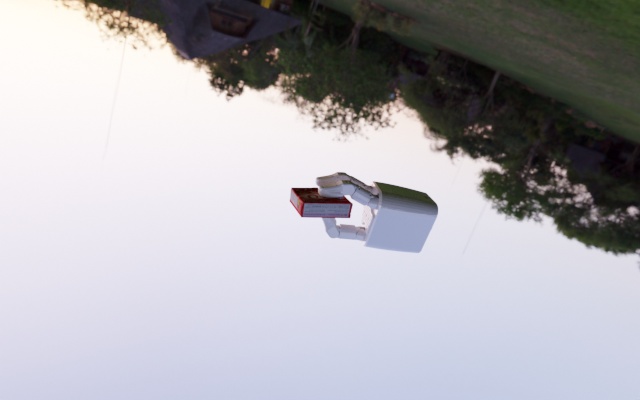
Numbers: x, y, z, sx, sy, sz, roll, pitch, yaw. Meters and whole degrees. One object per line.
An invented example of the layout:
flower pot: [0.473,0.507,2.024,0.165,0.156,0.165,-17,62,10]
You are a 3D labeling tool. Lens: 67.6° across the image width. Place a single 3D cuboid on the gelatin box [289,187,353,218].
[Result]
gelatin box: [0.000,0.003,0.803,0.089,0.030,0.073,1,21,-20]
